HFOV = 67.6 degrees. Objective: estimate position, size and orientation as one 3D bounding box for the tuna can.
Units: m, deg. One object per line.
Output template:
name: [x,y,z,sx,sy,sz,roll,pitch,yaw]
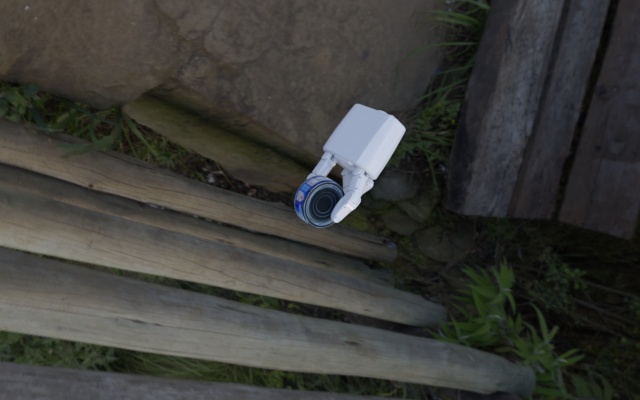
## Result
tuna can: [0.000,0.003,0.816,0.086,0.086,0.033,0,18,-32]
